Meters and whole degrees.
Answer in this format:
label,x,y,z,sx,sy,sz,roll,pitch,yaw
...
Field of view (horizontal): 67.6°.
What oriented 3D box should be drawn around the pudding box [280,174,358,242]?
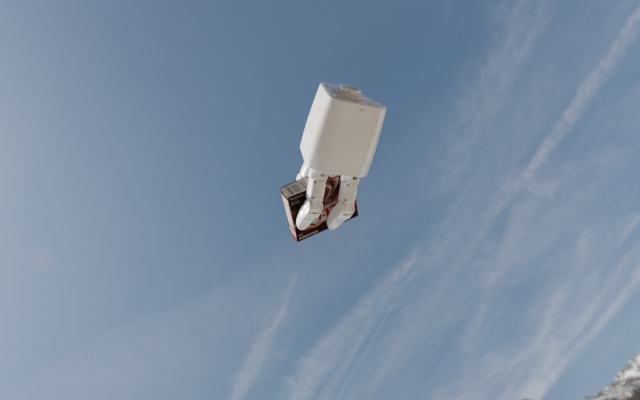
label,x,y,z,sx,sy,sz,roll,pitch,yaw
pudding box,0.000,0.002,0.741,0.113,0.090,0.039,-21,38,-14
